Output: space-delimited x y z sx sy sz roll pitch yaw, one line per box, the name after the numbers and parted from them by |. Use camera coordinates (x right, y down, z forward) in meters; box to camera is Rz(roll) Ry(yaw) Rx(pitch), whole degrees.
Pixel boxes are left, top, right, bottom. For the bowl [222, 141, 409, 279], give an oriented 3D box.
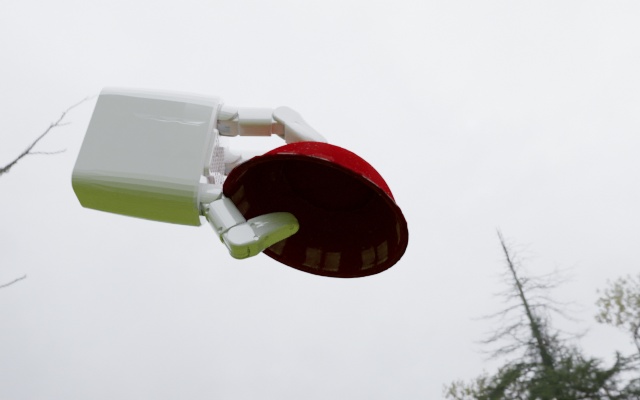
0.001 0.002 0.415 0.162 0.055 0.162 12 -39 10 | bowl
